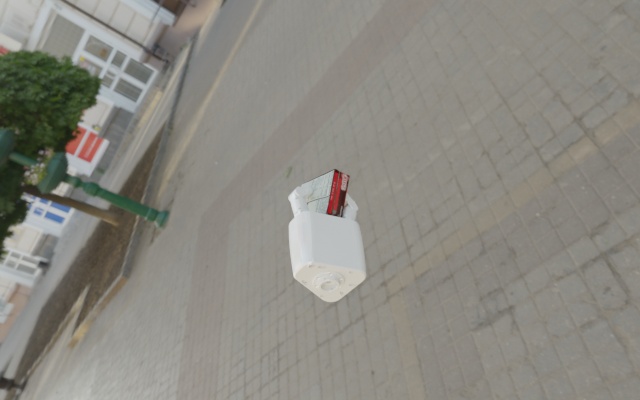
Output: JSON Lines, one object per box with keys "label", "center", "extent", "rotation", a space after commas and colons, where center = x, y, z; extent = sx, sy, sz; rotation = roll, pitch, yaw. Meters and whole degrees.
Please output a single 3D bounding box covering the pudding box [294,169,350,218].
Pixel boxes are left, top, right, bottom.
{"label": "pudding box", "center": [0.000, 0.003, 0.847], "extent": [0.039, 0.090, 0.113], "rotation": [26, -26, -29]}
